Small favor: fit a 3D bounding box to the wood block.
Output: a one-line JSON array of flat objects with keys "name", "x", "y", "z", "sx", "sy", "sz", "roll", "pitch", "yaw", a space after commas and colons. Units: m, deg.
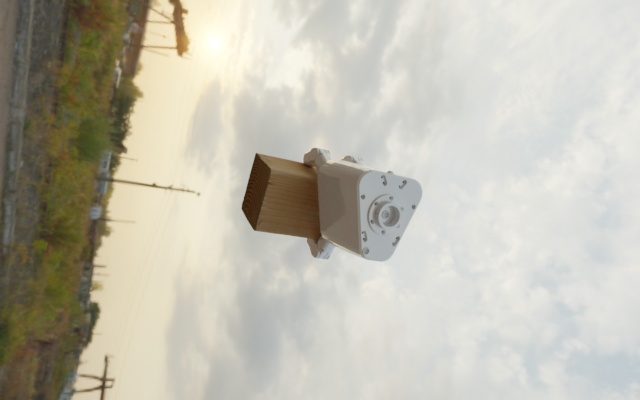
[{"name": "wood block", "x": 0.000, "y": 0.003, "z": 0.705, "sx": 0.206, "sy": 0.091, "sz": 0.090, "roll": 10, "pitch": 16, "yaw": -25}]
